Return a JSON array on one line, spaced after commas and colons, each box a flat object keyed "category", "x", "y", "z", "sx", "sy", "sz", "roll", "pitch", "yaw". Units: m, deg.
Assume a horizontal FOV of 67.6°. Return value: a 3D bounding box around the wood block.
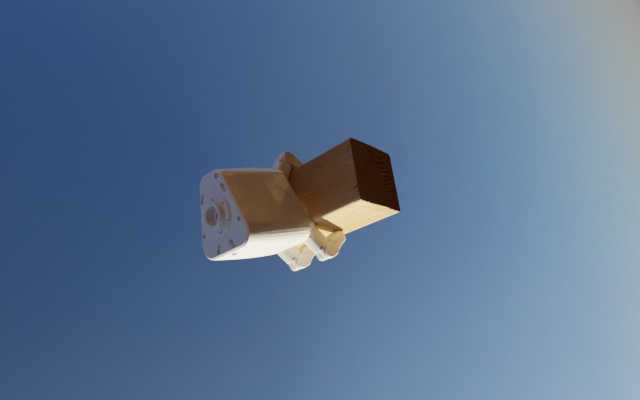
[{"category": "wood block", "x": 0.000, "y": 0.002, "z": 0.688, "sx": 0.206, "sy": 0.090, "sz": 0.090, "roll": -25, "pitch": -28, "yaw": 38}]
